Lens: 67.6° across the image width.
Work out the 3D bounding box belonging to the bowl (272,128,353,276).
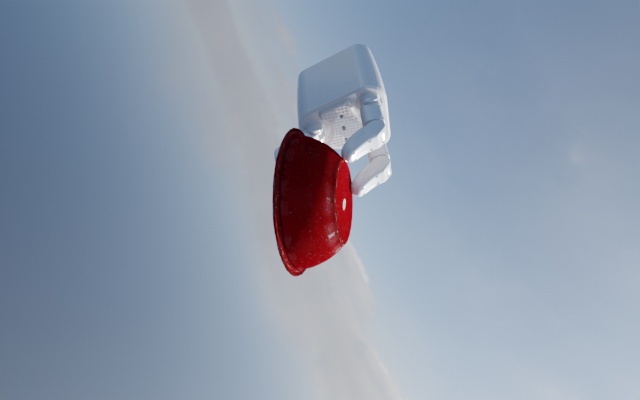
[{"bbox_3d":[0.000,0.003,0.517,0.055,0.162,0.162,0,0,15],"label":"bowl"}]
